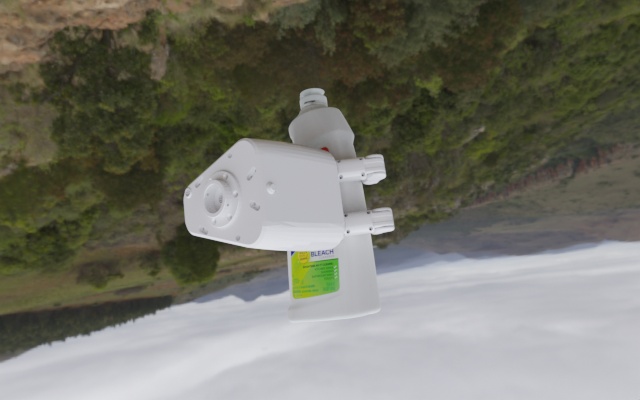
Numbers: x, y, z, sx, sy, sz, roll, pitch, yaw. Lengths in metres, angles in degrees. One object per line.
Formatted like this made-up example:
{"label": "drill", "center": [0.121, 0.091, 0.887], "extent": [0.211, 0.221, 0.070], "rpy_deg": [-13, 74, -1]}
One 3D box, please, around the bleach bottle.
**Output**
{"label": "bleach bottle", "center": [0.000, 0.002, 0.528], "extent": [0.102, 0.250, 0.068], "rpy_deg": [-15, -13, 37]}
